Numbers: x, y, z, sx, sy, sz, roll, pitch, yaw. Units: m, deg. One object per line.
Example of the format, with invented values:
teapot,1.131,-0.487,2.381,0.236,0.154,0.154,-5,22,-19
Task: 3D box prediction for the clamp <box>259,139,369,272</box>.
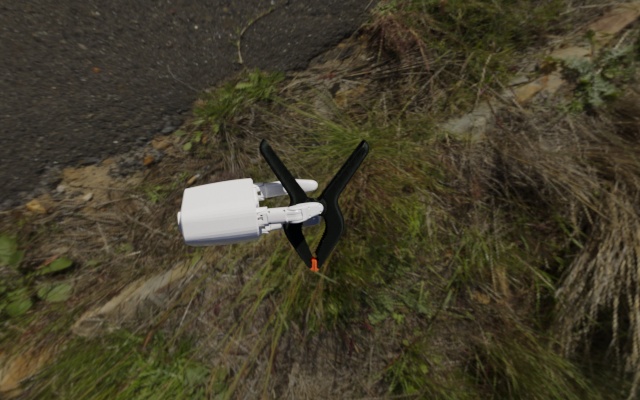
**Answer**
clamp,0.000,0.003,0.731,0.164,0.210,0.036,-7,10,-5
